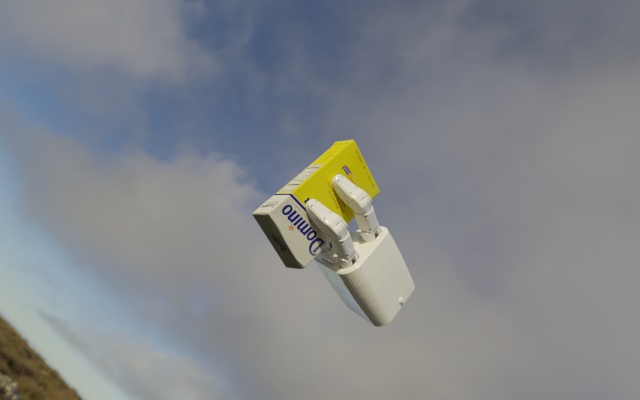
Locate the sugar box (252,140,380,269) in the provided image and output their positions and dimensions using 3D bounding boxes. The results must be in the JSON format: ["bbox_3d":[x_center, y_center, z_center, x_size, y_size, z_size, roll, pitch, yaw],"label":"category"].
[{"bbox_3d":[0.001,0.002,0.648,0.048,0.093,0.176,-3,34,49],"label":"sugar box"}]
